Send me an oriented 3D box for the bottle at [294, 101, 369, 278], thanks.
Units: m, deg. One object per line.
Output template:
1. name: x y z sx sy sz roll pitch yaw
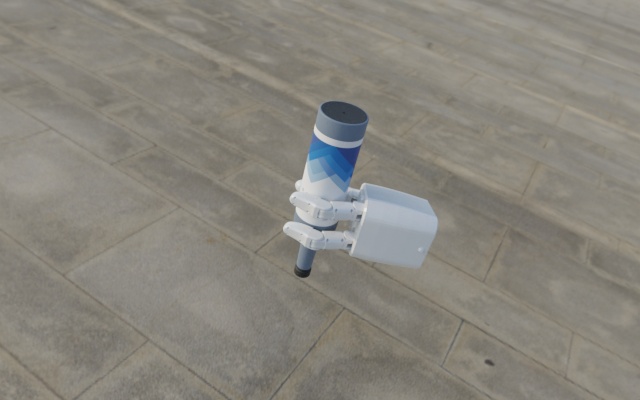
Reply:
1. bottle: 0.000 0.002 0.701 0.069 0.296 0.069 10 36 -7
